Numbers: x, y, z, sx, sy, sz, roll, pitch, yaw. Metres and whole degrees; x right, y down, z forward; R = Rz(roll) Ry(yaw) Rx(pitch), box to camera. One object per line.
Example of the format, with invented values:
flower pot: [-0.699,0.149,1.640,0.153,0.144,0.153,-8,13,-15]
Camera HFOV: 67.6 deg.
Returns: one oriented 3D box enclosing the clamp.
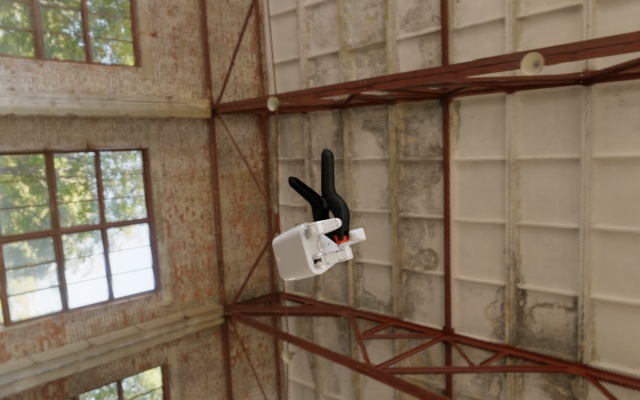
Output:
clamp: [0.001,0.003,0.884,0.039,0.171,0.120,-9,-11,-41]
